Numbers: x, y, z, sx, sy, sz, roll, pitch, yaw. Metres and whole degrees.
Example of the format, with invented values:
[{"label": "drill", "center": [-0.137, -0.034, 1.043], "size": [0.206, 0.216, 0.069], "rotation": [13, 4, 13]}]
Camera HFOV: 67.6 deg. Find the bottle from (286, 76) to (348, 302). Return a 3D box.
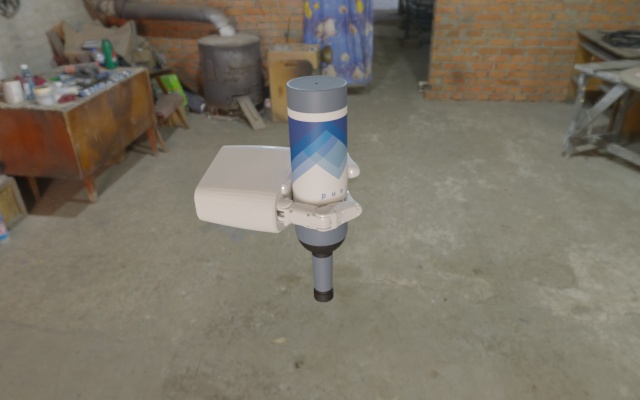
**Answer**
[{"label": "bottle", "center": [0.000, 0.002, 0.587], "size": [0.069, 0.296, 0.069], "rotation": [-2, 28, 1]}]
